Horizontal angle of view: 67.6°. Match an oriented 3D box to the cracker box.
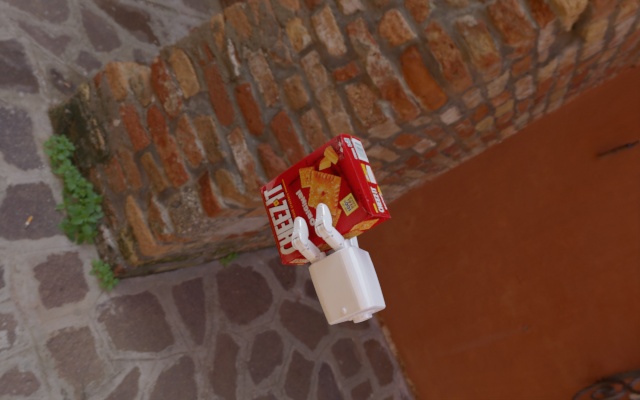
[{"bbox_3d":[0.000,0.003,0.868,0.214,0.164,0.072,-31,-23,30],"label":"cracker box"}]
